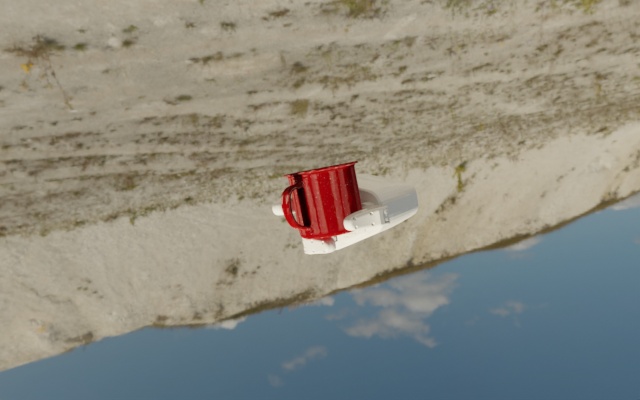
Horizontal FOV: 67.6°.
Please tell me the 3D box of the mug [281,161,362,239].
[{"bbox_3d":[-0.001,0.002,0.578,0.093,0.081,0.117,-7,5,41],"label":"mug"}]
